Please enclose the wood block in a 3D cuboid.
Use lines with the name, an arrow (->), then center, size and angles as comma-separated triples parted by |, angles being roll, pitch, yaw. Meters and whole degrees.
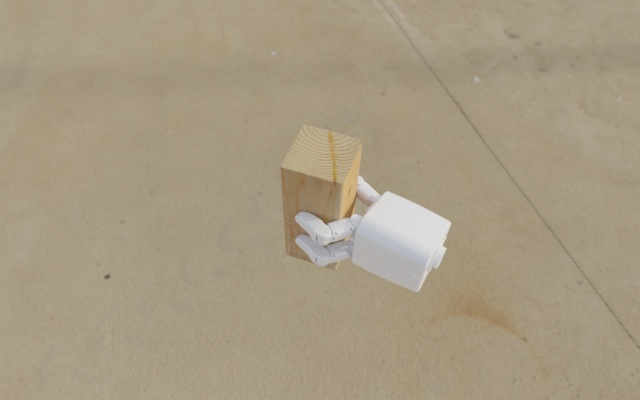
wood block -> 0.001, 0.002, 0.713 | 0.090, 0.090, 0.206 | 16, -39, 12
